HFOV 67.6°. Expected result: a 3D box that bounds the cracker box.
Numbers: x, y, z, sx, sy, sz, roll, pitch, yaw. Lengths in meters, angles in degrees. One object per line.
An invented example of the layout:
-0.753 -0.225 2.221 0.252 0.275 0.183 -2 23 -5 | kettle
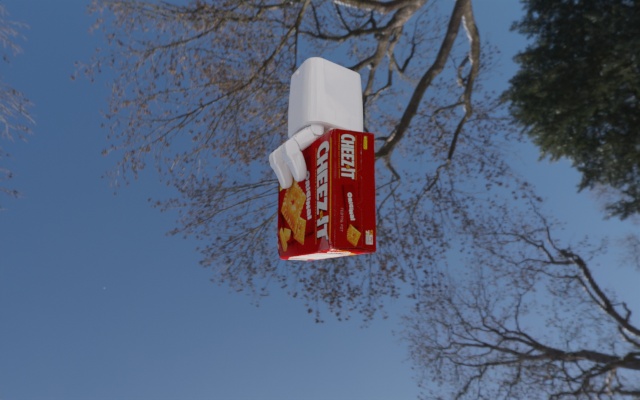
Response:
0.000 0.002 0.715 0.072 0.164 0.214 4 -11 -24 | cracker box
